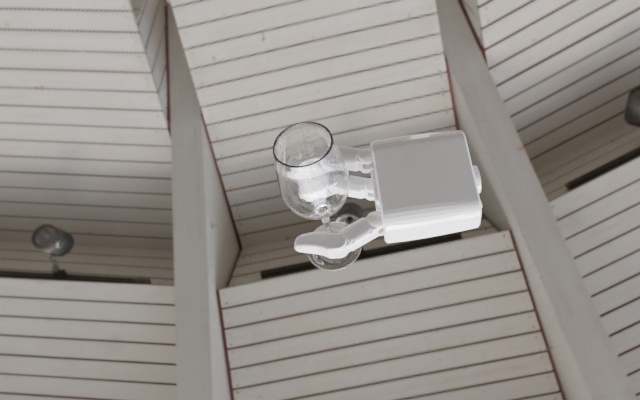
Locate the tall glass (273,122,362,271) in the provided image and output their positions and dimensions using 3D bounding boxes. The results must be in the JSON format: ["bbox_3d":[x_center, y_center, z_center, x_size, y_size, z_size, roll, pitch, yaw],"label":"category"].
[{"bbox_3d":[0.000,0.002,0.551,0.079,0.079,0.201,0,-36,13],"label":"tall glass"}]
